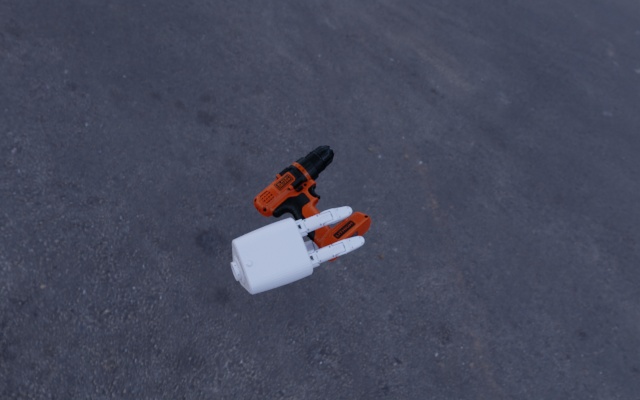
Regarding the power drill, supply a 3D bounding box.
[{"bbox_3d":[0.000,0.003,0.864,0.187,0.184,0.057,42,-15,23],"label":"power drill"}]
